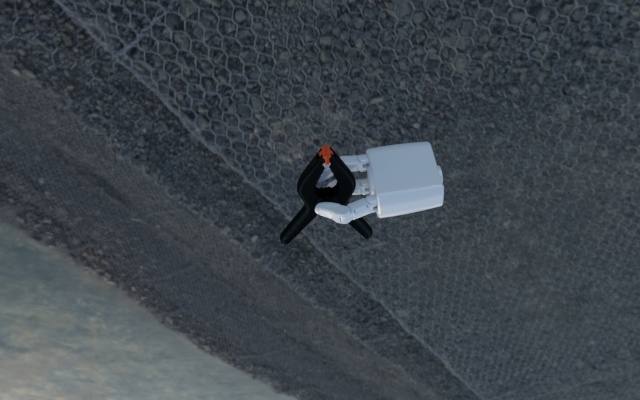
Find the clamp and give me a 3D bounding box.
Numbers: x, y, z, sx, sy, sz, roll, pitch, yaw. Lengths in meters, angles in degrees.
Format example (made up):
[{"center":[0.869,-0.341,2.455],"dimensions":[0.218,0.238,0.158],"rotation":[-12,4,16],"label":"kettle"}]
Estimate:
[{"center":[0.000,0.003,0.790],"dimensions":[0.164,0.210,0.036],"rotation":[-10,44,1],"label":"clamp"}]
